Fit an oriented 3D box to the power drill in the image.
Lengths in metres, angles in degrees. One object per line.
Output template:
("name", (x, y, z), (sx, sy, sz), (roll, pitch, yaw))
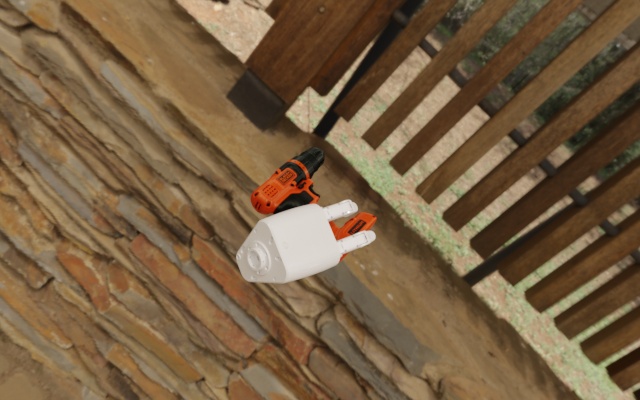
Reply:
("power drill", (0.000, 0.003, 0.821), (0.184, 0.187, 0.057), (-44, -12, -38))
